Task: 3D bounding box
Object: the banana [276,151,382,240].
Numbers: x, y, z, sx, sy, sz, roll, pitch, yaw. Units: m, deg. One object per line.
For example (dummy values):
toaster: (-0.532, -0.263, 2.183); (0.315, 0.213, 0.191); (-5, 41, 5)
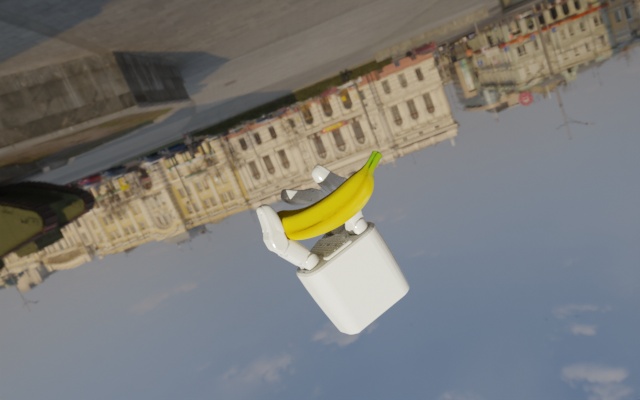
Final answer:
banana: (-0.003, 0.013, 0.564); (0.198, 0.037, 0.069); (-29, 25, 39)
